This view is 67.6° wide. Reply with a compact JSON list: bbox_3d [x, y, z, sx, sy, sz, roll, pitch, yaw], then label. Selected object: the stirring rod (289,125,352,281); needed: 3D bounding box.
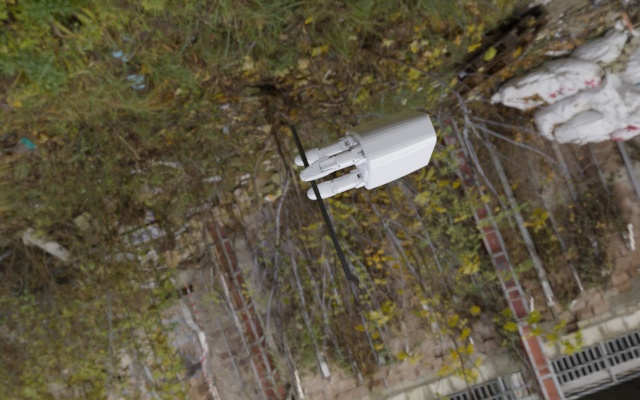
[{"bbox_3d":[0.000,0.002,0.698,0.011,0.239,0.011,-21,-2,-1],"label":"stirring rod"}]
